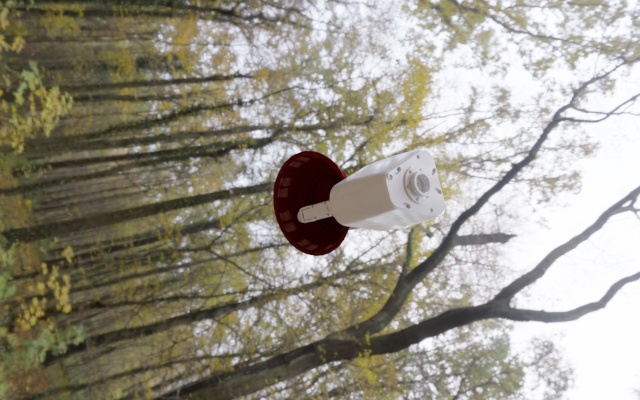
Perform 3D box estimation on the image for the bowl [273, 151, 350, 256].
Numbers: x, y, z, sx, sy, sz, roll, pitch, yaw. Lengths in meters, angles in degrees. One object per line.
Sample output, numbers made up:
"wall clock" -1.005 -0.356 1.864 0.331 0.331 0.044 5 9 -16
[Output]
"bowl" -0.001 0.002 0.746 0.162 0.162 0.055 0 6 41
